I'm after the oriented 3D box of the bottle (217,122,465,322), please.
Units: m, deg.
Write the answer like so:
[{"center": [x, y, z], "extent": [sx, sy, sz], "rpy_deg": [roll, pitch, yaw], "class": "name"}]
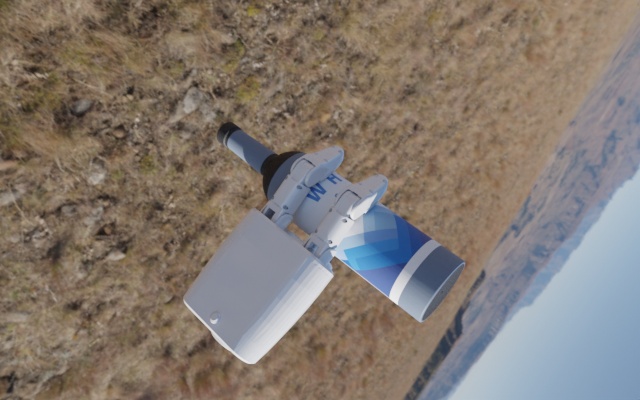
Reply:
[{"center": [0.000, 0.002, 0.480], "extent": [0.295, 0.069, 0.069], "rpy_deg": [36, 17, 25], "class": "bottle"}]
